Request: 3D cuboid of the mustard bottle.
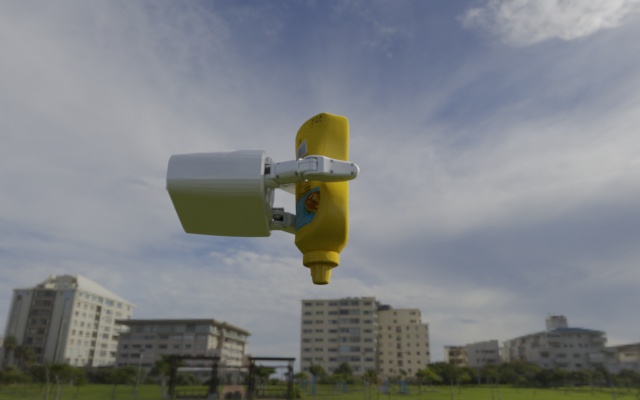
[{"bbox_3d":[0.000,0.002,0.557,0.058,0.191,0.096,9,-22,-22],"label":"mustard bottle"}]
